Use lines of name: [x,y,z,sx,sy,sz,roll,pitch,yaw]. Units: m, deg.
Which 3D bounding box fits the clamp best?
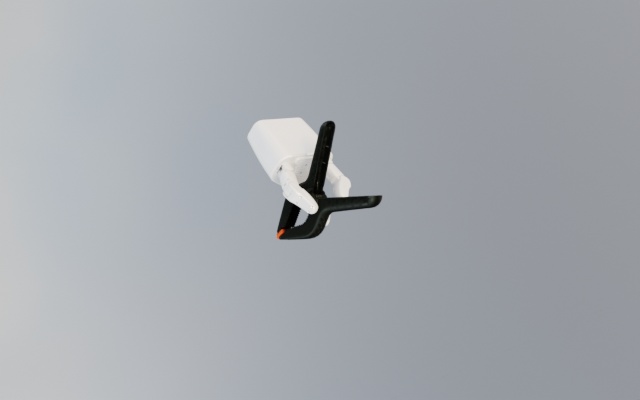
clamp: [-0.001,0.003,0.756,0.036,0.210,0.164,4,41,-46]
